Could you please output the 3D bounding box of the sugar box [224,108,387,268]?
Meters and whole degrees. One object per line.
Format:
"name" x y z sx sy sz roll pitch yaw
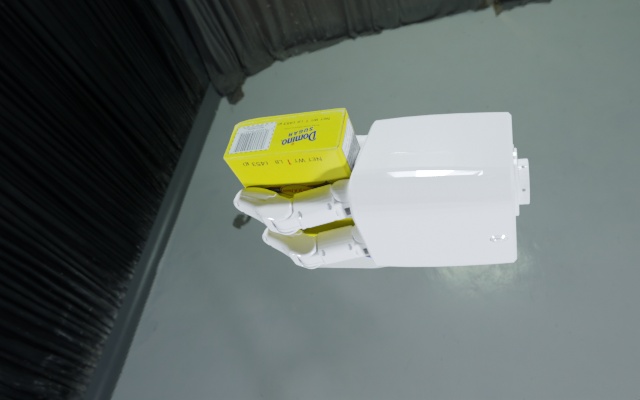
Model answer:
"sugar box" 0.000 0.002 0.411 0.093 0.048 0.176 -3 -38 22
